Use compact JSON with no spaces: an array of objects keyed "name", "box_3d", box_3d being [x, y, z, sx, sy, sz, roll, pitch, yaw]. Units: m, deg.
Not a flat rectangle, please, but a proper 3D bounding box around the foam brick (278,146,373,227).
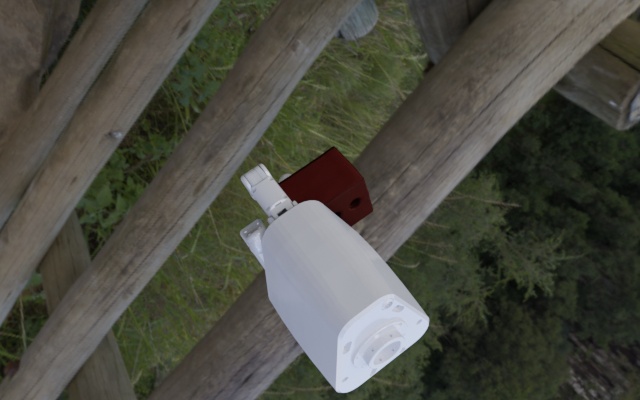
[{"name":"foam brick","box_3d":[0.000,0.001,0.429,0.078,0.053,0.051,-35,51,-9]}]
